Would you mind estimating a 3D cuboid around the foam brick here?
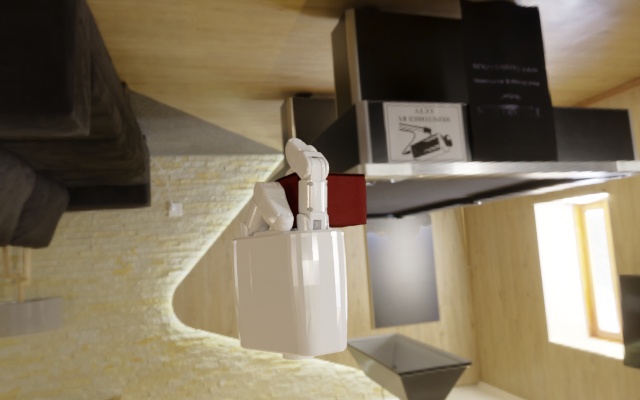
[{"bbox_3d":[0.000,0.001,0.474,0.078,0.051,0.053,0,-8,-31],"label":"foam brick"}]
